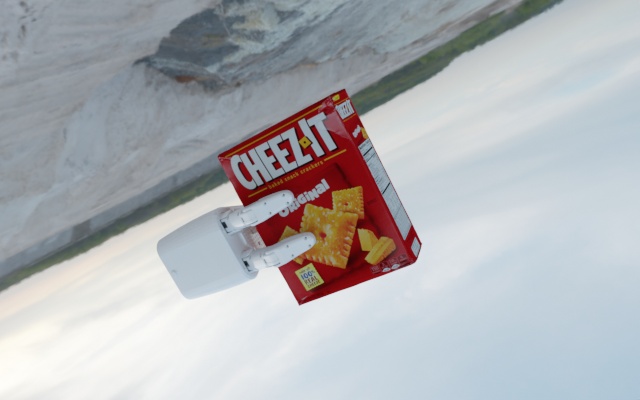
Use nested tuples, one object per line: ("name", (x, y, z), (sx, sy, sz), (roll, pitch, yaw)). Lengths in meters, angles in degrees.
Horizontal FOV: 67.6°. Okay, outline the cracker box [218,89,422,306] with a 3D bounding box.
("cracker box", (0.000, 0.002, 0.574), (0.164, 0.214, 0.072), (-24, 10, 24))
